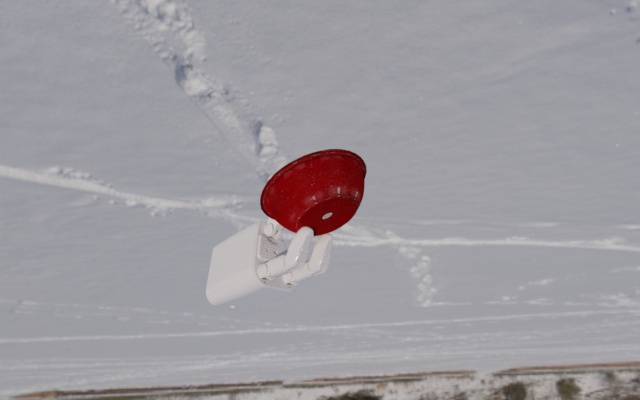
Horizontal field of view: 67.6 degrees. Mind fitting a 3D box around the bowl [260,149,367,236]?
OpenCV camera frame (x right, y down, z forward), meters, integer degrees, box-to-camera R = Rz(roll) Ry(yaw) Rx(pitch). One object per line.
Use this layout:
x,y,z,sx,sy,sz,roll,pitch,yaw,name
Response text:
0.001,0.002,0.668,0.162,0.055,0.162,-17,-32,-11,bowl
